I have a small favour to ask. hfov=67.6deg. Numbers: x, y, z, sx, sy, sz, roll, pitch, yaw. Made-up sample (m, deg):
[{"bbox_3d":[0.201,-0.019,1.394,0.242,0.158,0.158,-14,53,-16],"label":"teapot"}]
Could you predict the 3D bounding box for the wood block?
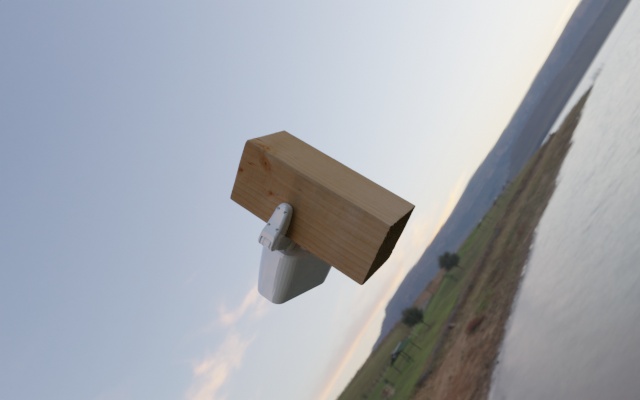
[{"bbox_3d":[0.000,0.002,0.603,0.206,0.090,0.091,31,29,18],"label":"wood block"}]
